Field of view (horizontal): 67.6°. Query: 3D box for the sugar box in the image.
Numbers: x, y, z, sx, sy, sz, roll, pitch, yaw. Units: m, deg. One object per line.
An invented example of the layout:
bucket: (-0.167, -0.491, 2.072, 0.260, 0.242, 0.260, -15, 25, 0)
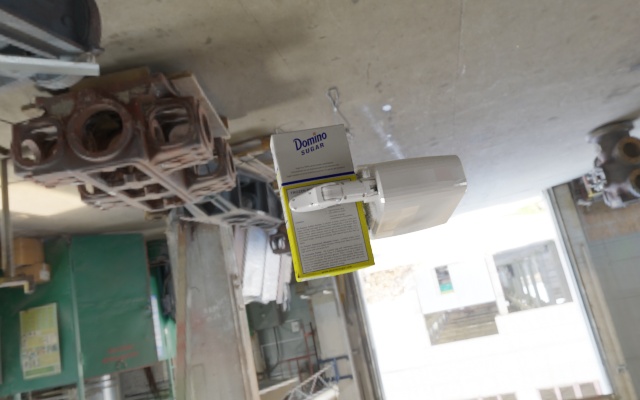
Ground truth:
sugar box: (0.000, 0.002, 0.576, 0.093, 0.176, 0.048, -9, -13, -9)
